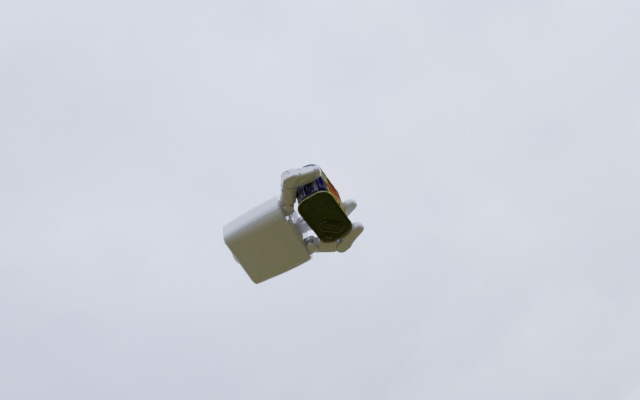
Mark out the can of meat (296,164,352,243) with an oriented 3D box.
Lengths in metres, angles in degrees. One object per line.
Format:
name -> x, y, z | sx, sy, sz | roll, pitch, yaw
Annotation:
can of meat -> 0.000, 0.002, 0.753 | 0.057, 0.102, 0.084 | -30, 38, 9
